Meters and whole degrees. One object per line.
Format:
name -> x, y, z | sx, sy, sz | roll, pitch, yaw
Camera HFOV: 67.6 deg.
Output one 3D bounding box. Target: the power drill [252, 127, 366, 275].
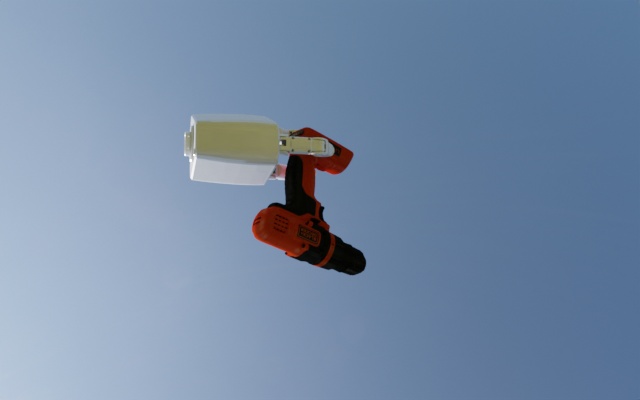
power drill -> 0.000, 0.002, 0.689 | 0.184, 0.187, 0.057 | 27, -34, -31
